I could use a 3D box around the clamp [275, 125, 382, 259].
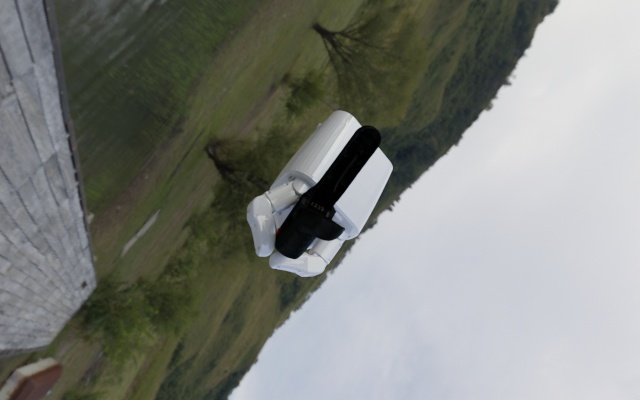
[{"bbox_3d":[0.000,0.002,0.455,0.039,0.120,0.171,38,-27,-9],"label":"clamp"}]
